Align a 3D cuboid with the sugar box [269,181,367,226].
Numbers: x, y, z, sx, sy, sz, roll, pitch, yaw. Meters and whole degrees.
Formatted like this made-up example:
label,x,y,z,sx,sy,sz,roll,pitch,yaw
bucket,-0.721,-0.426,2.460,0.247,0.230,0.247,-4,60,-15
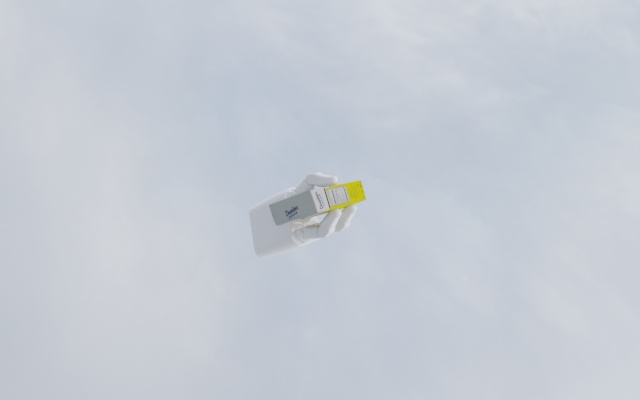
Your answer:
label,x,y,z,sx,sy,sz,roll,pitch,yaw
sugar box,0.000,0.003,0.852,0.093,0.048,0.176,-19,-1,34
